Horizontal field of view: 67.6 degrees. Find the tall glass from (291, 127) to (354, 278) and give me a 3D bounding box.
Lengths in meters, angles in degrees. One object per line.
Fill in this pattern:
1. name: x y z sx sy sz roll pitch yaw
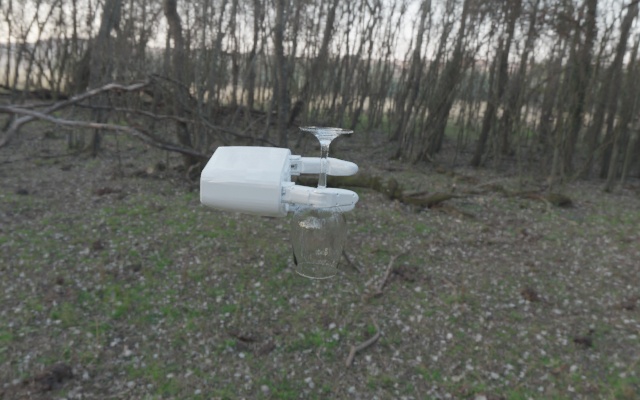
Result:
1. tall glass: 0.000 0.002 0.657 0.079 0.201 0.079 4 12 -1
